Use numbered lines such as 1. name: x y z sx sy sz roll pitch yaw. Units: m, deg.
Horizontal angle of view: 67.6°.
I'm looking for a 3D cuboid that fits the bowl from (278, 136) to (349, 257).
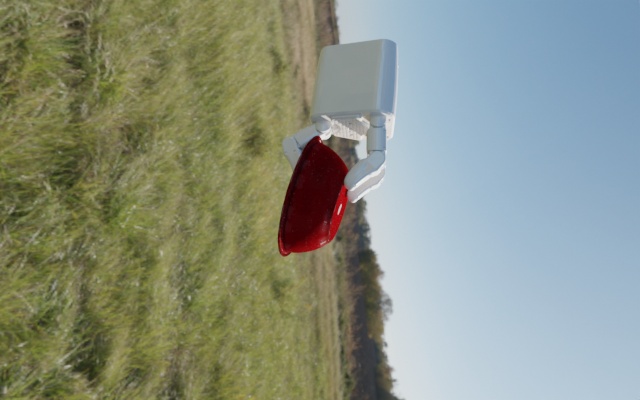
1. bowl: 0.000 0.003 0.611 0.055 0.162 0.162 17 3 10
